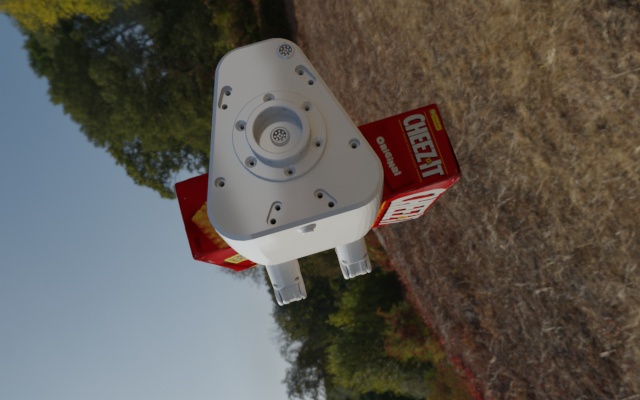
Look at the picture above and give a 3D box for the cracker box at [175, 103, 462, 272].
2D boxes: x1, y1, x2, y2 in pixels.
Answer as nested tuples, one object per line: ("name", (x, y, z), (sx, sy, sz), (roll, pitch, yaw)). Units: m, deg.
("cracker box", (0.000, 0.001, 0.438), (0.213, 0.072, 0.164), (-16, -11, -2))
